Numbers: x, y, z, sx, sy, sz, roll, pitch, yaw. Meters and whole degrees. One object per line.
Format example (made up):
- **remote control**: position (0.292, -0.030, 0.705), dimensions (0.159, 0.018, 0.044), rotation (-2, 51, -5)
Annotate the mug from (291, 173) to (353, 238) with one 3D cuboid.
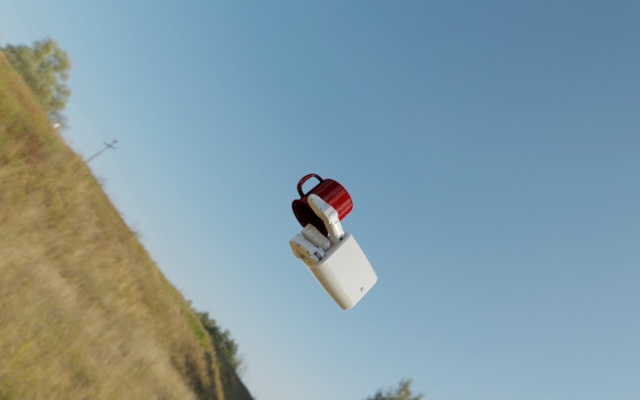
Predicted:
- **mug**: position (-0.001, 0.002, 0.890), dimensions (0.081, 0.117, 0.093), rotation (-41, 17, -26)
